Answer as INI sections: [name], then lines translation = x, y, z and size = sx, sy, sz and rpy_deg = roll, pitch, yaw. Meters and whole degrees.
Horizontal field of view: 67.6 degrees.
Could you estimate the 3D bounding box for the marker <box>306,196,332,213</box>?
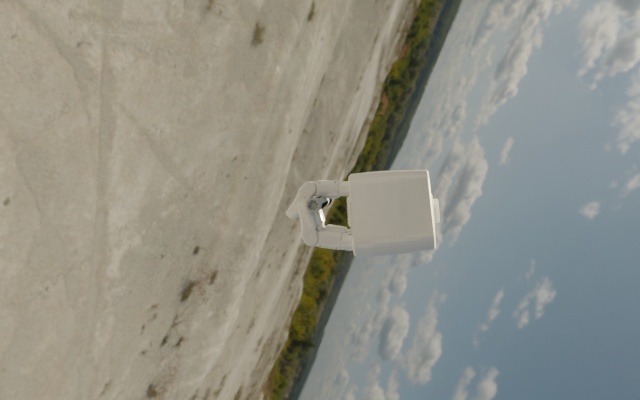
[marker]
translation = 0.000, 0.002, 0.663
size = 0.020, 0.020, 0.121
rpy_deg = 0, 4, 9
